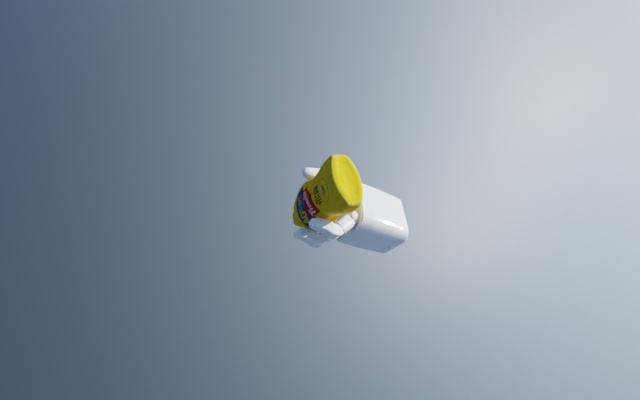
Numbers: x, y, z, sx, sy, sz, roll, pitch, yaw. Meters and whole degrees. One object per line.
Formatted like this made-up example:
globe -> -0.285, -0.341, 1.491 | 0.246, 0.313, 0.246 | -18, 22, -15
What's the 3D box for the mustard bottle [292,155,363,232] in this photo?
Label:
mustard bottle -> 0.000, 0.003, 0.855 | 0.058, 0.096, 0.192 | -7, -21, -33
